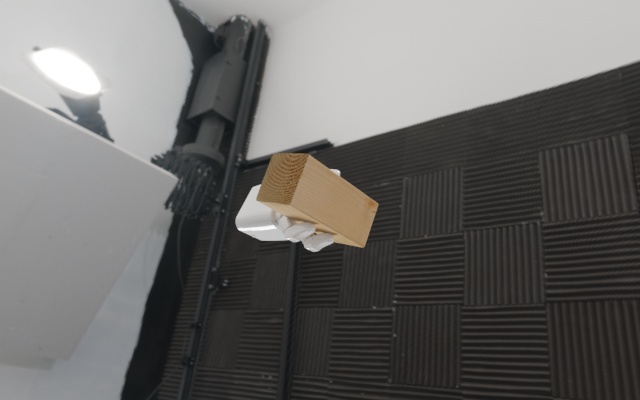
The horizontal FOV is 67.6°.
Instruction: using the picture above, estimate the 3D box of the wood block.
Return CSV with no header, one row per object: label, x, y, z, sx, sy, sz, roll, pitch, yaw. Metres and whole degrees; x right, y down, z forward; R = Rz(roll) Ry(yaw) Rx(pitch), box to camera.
wood block,0.000,0.002,0.843,0.090,0.090,0.206,6,-18,44
